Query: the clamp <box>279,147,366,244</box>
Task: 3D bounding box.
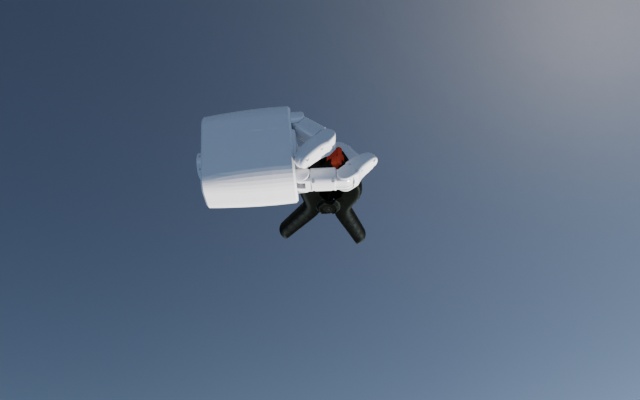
[{"bbox_3d":[0.000,0.002,0.621,0.120,0.039,0.172,-6,-43,-1],"label":"clamp"}]
